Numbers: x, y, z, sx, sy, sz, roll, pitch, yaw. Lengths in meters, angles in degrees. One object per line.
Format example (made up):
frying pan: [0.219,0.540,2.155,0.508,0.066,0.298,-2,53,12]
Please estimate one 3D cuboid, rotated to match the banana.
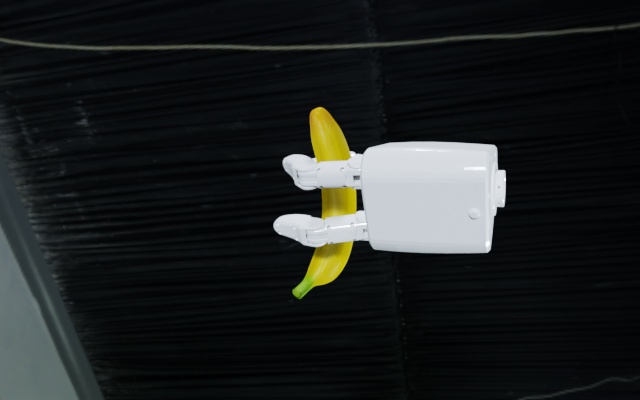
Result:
banana: [0.011,0.004,0.505,0.037,0.198,0.069,9,7,36]
